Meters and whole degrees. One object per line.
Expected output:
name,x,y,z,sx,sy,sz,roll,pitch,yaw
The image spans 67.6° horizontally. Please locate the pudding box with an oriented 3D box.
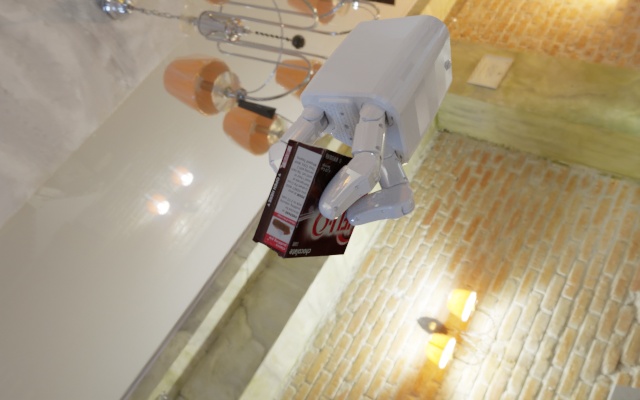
pudding box,0.000,0.001,0.410,0.039,0.090,0.113,23,7,29
